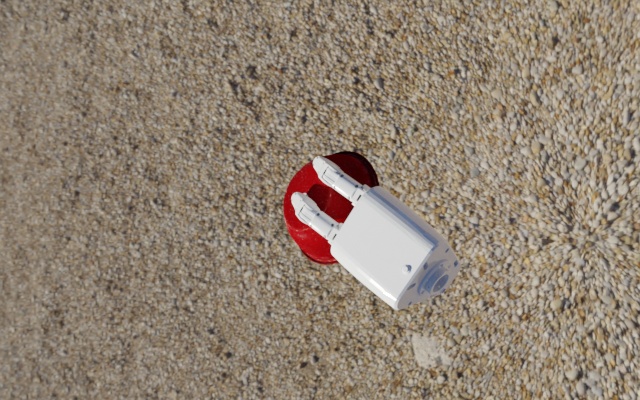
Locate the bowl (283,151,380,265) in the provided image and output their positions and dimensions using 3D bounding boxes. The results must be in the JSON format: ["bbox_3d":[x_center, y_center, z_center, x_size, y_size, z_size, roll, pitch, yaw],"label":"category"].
[{"bbox_3d":[-0.001,0.002,0.640,0.055,0.162,0.162,20,-14,-41],"label":"bowl"}]
